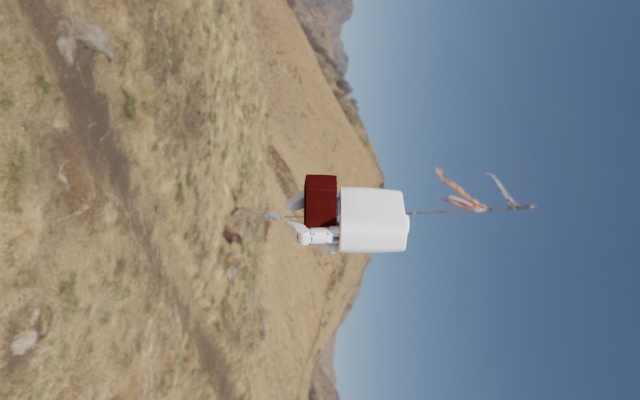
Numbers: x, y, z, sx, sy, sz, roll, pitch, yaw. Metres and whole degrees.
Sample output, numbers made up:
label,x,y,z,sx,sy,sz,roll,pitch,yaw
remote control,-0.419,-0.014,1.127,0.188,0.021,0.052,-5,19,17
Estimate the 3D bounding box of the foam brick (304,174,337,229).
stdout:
label,x,y,z,sx,sy,sz,roll,pitch,yaw
foam brick,0.000,0.002,0.765,0.051,0.078,0.053,2,27,1
